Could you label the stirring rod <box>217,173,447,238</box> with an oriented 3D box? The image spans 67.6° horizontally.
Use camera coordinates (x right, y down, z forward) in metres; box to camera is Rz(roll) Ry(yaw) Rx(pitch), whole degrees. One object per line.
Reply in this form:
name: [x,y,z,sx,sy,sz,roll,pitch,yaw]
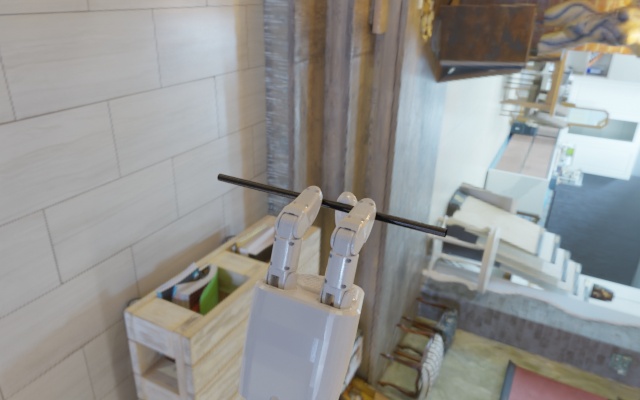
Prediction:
stirring rod: [0.000,0.002,0.454,0.239,0.011,0.011,14,6,24]
